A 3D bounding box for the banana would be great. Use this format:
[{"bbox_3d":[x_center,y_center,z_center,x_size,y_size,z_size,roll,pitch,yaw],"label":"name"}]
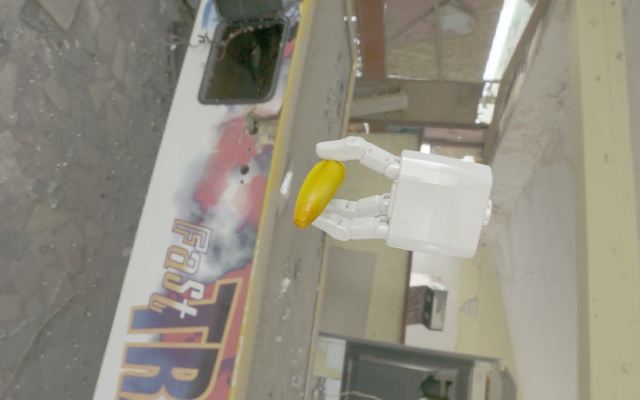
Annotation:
[{"bbox_3d":[0.005,-0.016,0.577,0.037,0.069,0.198,15,10,6],"label":"banana"}]
